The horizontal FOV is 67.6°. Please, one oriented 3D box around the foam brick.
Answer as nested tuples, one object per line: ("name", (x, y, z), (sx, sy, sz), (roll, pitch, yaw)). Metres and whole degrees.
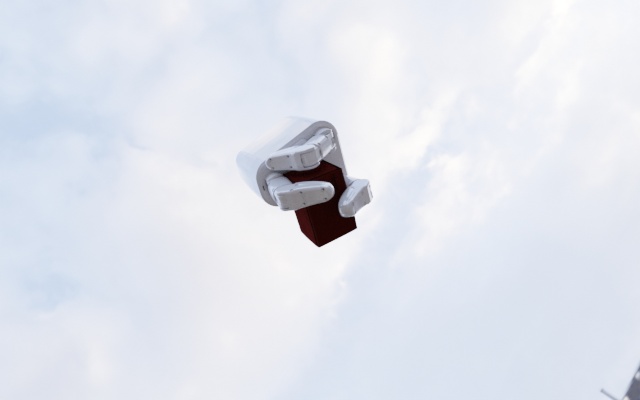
("foam brick", (0.000, 0.002, 0.533), (0.053, 0.078, 0.051), (-23, 23, -18))
